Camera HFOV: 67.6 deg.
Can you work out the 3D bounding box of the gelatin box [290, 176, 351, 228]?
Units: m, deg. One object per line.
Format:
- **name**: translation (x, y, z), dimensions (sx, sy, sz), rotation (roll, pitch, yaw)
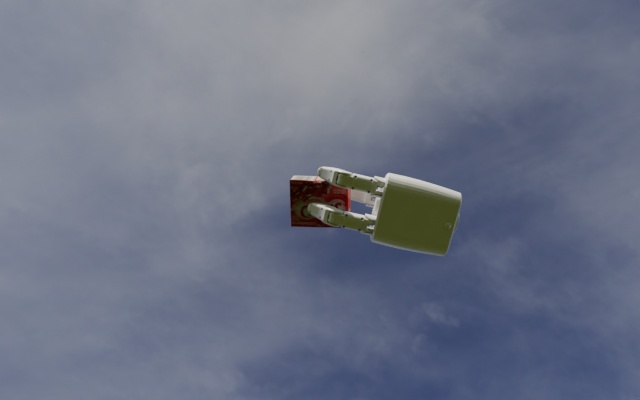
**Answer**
- **gelatin box**: translation (0.000, 0.002, 0.708), dimensions (0.089, 0.073, 0.030), rotation (2, 16, 10)
